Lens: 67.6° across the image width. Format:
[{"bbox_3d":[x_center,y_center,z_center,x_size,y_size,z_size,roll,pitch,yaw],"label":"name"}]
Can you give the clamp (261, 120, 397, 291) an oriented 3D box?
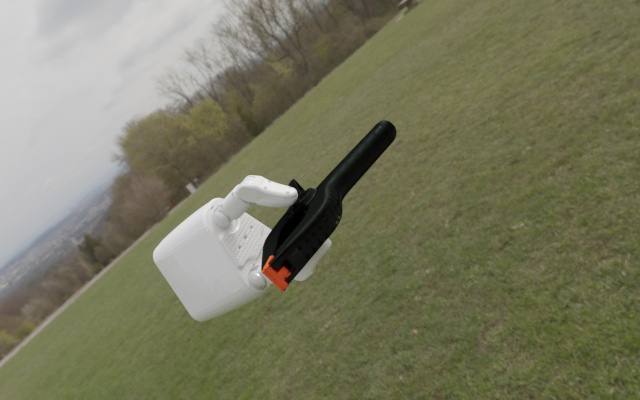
[{"bbox_3d":[-0.001,0.001,0.482,0.164,0.036,0.209,-34,18,32],"label":"clamp"}]
